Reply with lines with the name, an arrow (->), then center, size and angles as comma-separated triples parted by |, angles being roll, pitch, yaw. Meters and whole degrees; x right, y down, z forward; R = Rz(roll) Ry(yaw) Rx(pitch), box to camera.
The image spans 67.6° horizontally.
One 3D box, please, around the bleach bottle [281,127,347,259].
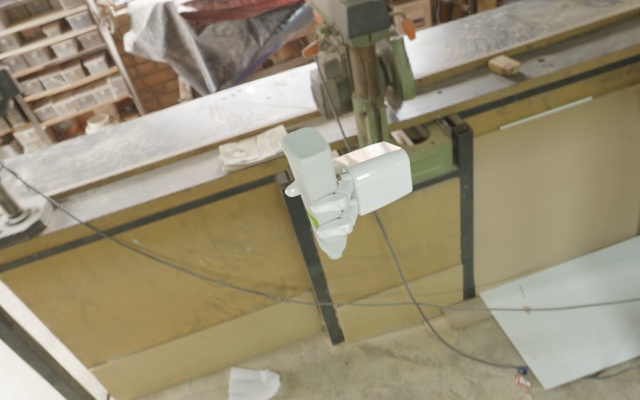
bleach bottle -> 0.000, 0.003, 0.844 | 0.068, 0.251, 0.102 | -23, 39, -10
